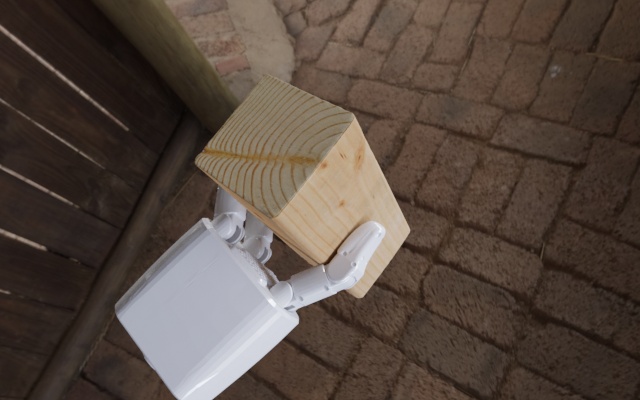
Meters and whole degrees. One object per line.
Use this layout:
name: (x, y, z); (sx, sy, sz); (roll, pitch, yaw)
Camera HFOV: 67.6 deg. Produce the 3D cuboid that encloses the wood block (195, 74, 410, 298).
wood block: (0.000, 0.002, 0.416); (0.090, 0.090, 0.206); (33, -10, 31)
